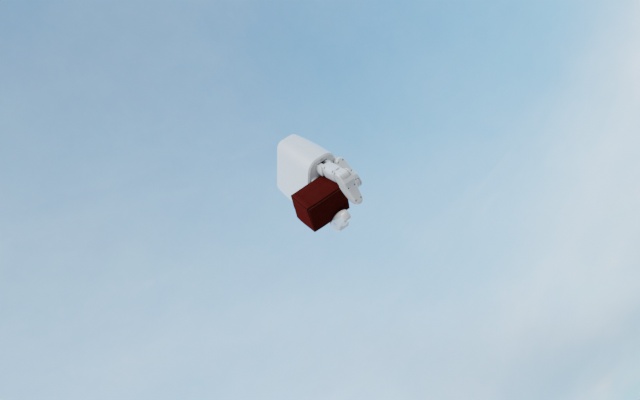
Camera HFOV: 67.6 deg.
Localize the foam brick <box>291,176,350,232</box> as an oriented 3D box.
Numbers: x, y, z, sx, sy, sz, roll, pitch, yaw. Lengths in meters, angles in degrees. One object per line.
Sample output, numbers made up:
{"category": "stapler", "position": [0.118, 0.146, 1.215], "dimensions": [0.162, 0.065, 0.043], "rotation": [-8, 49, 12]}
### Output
{"category": "foam brick", "position": [0.000, 0.003, 0.775], "dimensions": [0.078, 0.053, 0.051], "rotation": [-34, 45, -21]}
